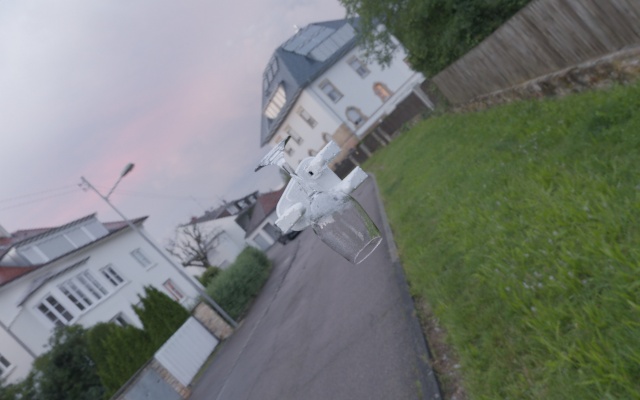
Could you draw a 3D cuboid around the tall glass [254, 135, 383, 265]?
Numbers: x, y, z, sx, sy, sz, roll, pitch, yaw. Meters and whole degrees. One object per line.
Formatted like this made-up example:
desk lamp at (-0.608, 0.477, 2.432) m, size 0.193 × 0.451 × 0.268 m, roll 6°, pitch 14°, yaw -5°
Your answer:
tall glass at (0.000, 0.002, 0.697) m, size 0.079 × 0.201 × 0.079 m, roll -45°, pitch 2°, yaw 2°
